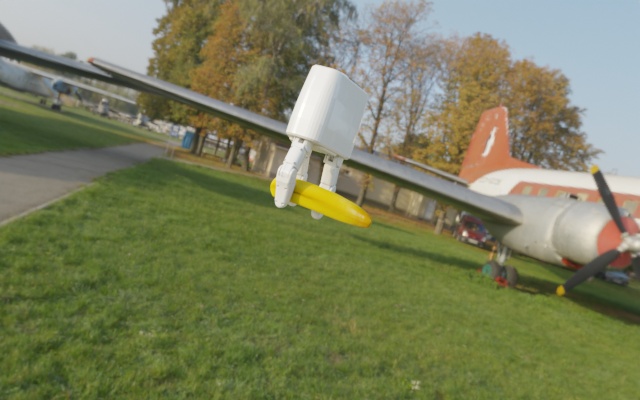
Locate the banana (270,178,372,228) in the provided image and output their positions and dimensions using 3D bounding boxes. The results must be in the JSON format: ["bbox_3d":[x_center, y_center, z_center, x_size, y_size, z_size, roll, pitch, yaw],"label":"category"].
[{"bbox_3d":[-0.014,-0.004,0.696,0.197,0.037,0.070,18,-6,43],"label":"banana"}]
